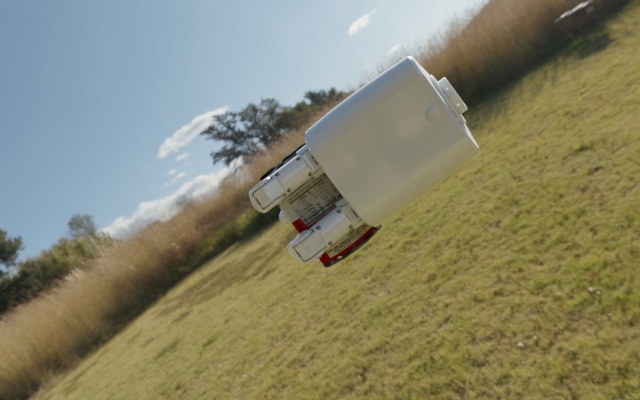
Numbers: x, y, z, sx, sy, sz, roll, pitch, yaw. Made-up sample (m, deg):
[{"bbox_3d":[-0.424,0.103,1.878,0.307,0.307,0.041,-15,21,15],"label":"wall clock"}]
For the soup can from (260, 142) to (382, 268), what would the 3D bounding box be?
[{"bbox_3d":[0.000,0.001,0.442,0.068,0.102,0.068,-37,3,2],"label":"soup can"}]
